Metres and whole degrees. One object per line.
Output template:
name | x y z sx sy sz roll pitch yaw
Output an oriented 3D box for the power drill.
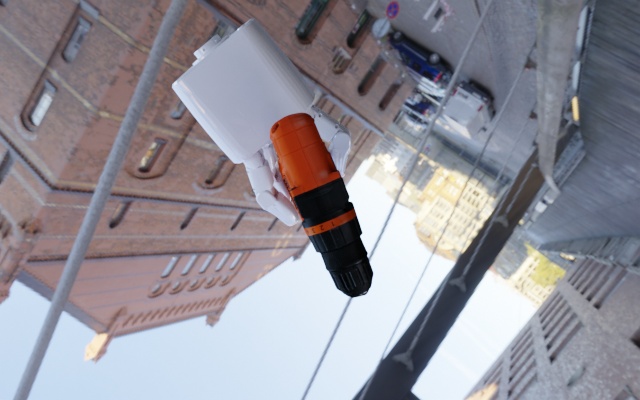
power drill | 0.000 0.001 0.520 0.057 0.184 0.187 -21 5 -4
